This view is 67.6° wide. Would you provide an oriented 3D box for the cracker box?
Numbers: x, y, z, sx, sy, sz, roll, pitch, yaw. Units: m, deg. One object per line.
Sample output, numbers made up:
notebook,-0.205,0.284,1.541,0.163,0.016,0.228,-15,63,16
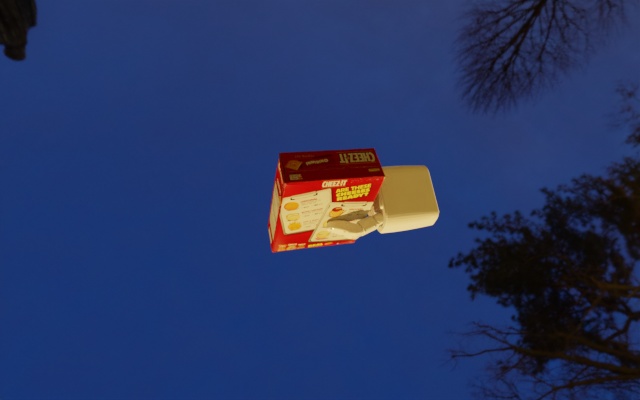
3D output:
cracker box,0.000,0.003,0.828,0.164,0.072,0.214,-5,-34,-15
